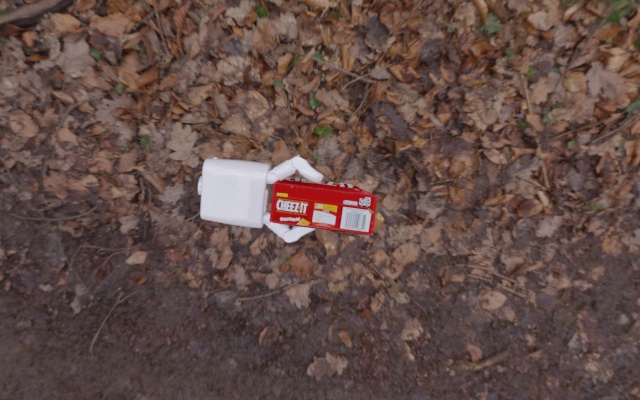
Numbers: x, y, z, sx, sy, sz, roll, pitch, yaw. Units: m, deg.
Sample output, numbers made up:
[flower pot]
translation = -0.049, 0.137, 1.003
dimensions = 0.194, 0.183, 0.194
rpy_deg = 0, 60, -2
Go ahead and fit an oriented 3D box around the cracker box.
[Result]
[cracker box]
translation = 0.000, 0.003, 0.833
dimensions = 0.164, 0.072, 0.213
rpy_deg = 7, 5, -3
